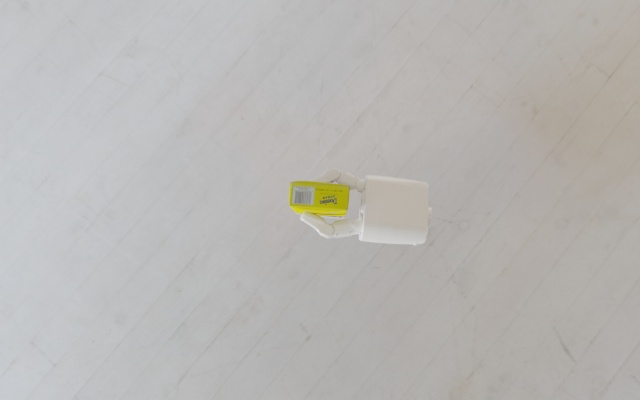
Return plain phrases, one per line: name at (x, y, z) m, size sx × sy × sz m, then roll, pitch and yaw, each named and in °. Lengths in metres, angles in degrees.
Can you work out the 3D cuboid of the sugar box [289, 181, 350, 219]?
sugar box at (0.000, 0.003, 0.810) m, size 0.093 × 0.048 × 0.176 m, roll 5°, pitch -8°, yaw 3°
